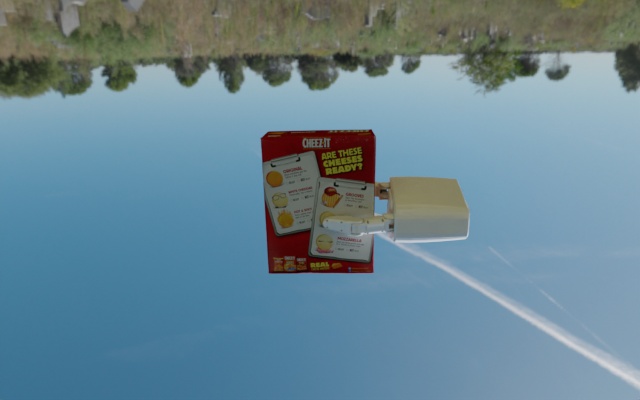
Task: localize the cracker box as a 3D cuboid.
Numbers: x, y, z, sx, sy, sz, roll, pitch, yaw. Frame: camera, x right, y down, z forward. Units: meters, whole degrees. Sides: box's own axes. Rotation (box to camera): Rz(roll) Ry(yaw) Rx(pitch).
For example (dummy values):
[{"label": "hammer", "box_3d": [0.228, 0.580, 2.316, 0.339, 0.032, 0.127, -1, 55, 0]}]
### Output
[{"label": "cracker box", "box_3d": [0.000, 0.003, 0.725, 0.164, 0.214, 0.072, -1, 17, 2]}]
